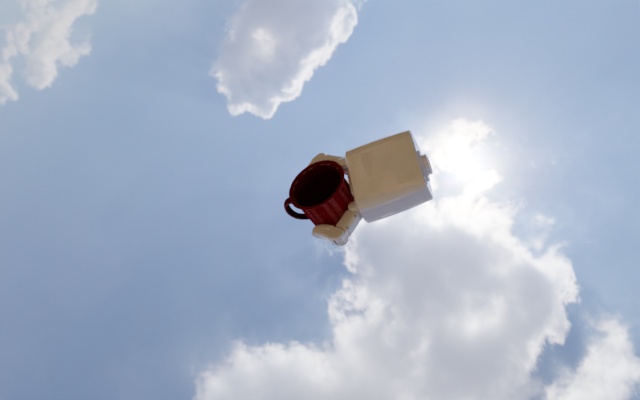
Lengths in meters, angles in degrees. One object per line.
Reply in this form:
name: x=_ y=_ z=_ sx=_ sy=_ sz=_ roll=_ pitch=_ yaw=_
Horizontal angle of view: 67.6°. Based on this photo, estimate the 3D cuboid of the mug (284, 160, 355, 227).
mug: x=-0.001 y=0.003 z=0.744 sx=0.117 sy=0.093 sz=0.081 roll=-20 pitch=-44 yaw=18
